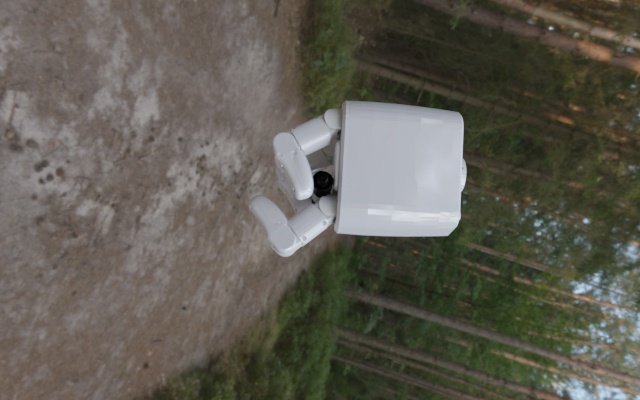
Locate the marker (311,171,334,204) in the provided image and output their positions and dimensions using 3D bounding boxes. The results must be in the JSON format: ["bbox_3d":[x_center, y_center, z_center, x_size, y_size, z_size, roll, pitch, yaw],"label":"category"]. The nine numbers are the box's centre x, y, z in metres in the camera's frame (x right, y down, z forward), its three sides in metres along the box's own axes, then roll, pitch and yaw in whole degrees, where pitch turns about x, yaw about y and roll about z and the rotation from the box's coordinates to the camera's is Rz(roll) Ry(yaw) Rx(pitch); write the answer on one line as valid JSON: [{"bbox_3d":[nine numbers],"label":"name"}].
[{"bbox_3d":[0.000,0.002,0.453,0.020,0.020,0.121,0,-20,-2],"label":"marker"}]
